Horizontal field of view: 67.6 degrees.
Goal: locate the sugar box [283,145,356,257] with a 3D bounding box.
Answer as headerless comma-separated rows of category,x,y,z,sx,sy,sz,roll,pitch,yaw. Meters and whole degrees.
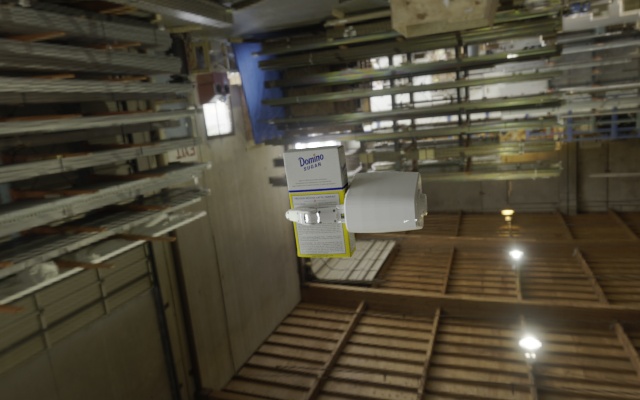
sugar box,0.000,0.002,0.764,0.093,0.176,0.048,-2,12,18
